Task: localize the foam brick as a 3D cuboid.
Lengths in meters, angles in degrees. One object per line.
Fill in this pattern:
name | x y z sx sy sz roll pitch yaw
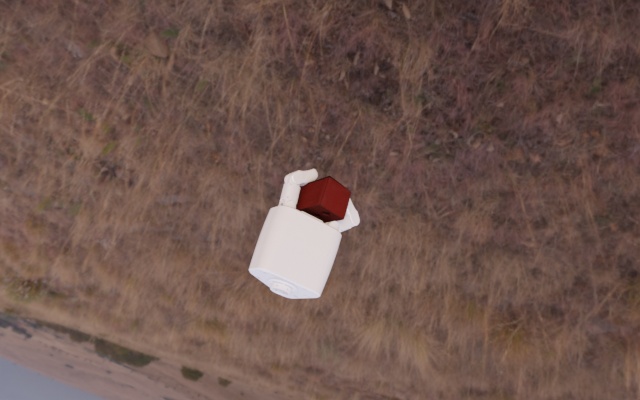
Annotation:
foam brick | 0.000 0.002 0.749 0.053 0.051 0.078 33 -30 -31
